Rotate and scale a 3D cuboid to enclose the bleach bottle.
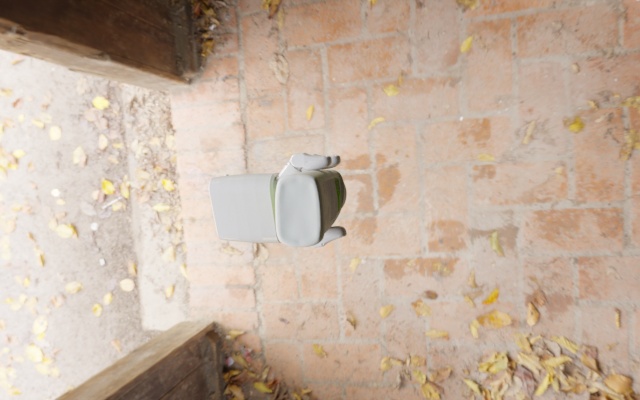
[{"bbox_3d":[0.000,0.002,0.753,0.068,0.102,0.251,-1,4,14],"label":"bleach bottle"}]
